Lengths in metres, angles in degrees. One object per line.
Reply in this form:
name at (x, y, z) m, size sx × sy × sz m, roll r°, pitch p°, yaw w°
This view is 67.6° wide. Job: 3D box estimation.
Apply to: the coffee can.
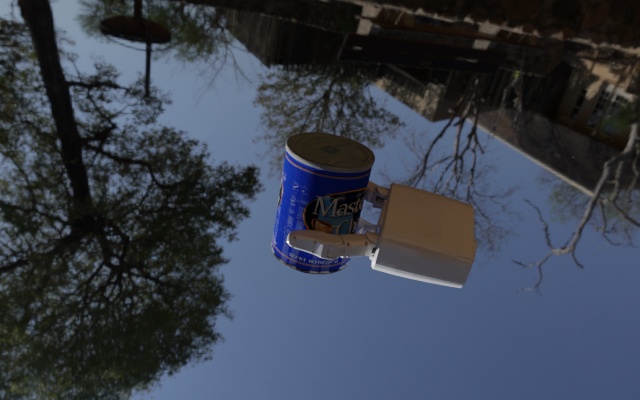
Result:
coffee can at (0.000, 0.002, 0.573) m, size 0.103 × 0.140 × 0.102 m, roll 9°, pitch 27°, yaw -5°
